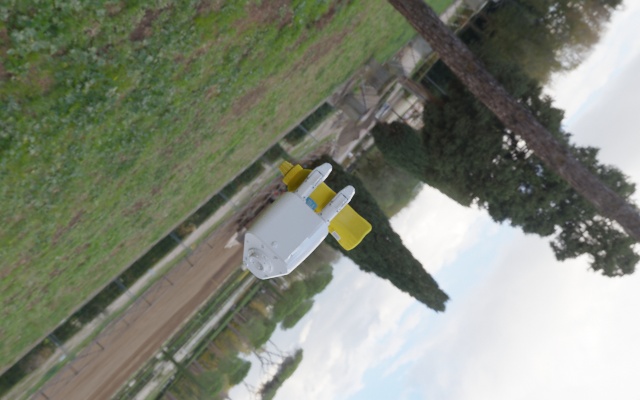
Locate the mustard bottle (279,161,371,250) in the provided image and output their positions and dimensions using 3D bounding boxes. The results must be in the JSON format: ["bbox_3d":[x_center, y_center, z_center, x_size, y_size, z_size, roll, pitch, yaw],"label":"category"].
[{"bbox_3d":[0.001,0.003,0.841,0.191,0.058,0.096,43,-13,2],"label":"mustard bottle"}]
